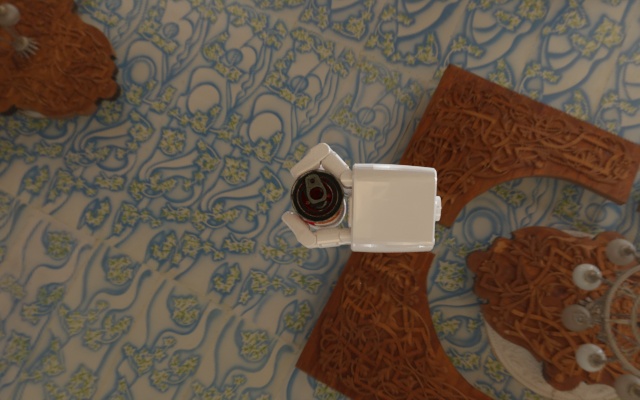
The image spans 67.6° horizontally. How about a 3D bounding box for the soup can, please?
[{"bbox_3d":[0.000,0.002,0.646,0.068,0.068,0.102,0,-10,5],"label":"soup can"}]
